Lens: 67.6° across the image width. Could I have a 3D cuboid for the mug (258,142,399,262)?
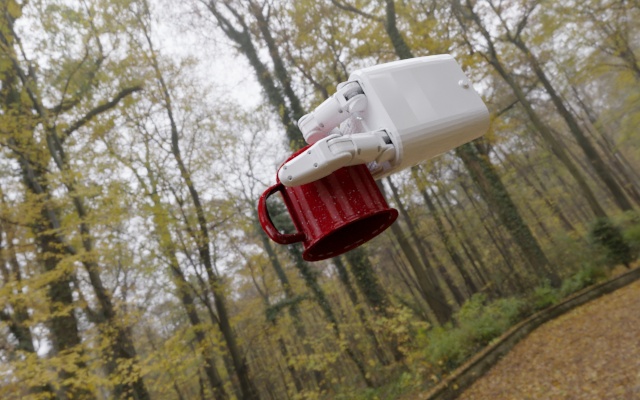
[{"bbox_3d":[-0.001,0.002,0.425,0.117,0.081,0.093,-18,-21,-22],"label":"mug"}]
